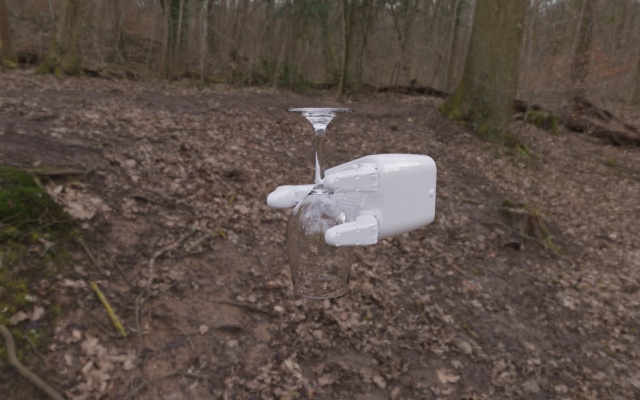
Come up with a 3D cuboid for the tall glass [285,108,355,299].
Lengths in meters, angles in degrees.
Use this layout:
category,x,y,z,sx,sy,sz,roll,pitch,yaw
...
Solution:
category,x,y,z,sx,sy,sz,roll,pitch,yaw
tall glass,0.000,0.001,0.523,0.079,0.201,0.079,0,9,0
